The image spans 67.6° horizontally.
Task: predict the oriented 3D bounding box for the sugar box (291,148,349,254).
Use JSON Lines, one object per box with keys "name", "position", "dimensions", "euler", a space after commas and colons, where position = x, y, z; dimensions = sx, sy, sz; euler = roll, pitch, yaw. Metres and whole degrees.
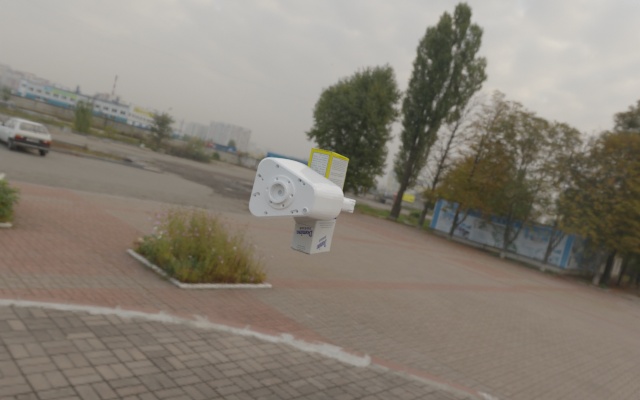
{"name": "sugar box", "position": [0.000, 0.002, 0.837], "dimensions": [0.048, 0.176, 0.093], "euler": [16, 3, 23]}
